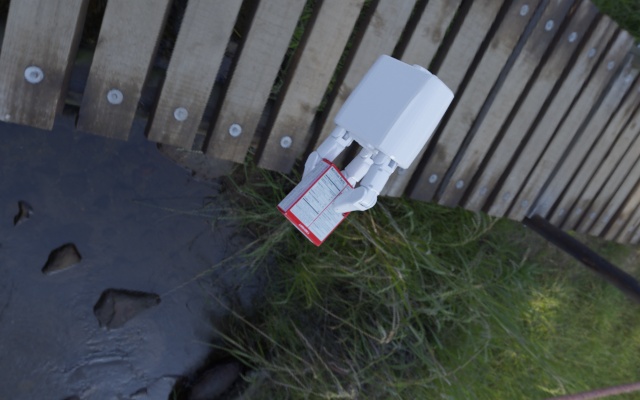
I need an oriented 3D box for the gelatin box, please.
[{"bbox_3d":[0.000,0.002,0.612,0.073,0.089,0.030,47,-7,-35],"label":"gelatin box"}]
